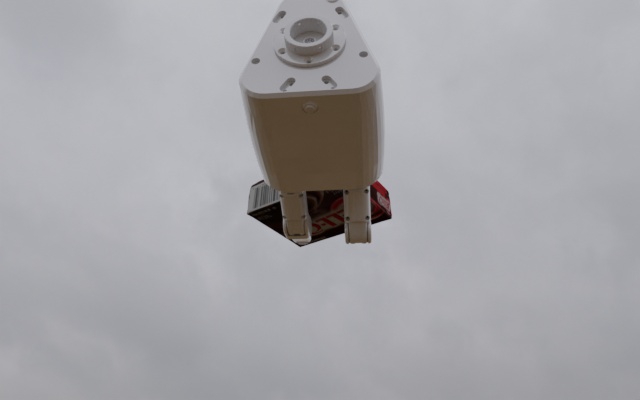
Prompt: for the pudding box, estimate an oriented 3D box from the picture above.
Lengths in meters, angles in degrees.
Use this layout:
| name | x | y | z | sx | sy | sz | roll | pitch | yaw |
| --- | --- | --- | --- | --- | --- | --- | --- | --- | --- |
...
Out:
| name | x | y | z | sx | sy | sz | roll | pitch | yaw |
| --- | --- | --- | --- | --- | --- | --- | --- | --- | --- |
| pudding box | 0.000 | 0.001 | 0.465 | 0.113 | 0.039 | 0.090 | -18 | -36 | 28 |
